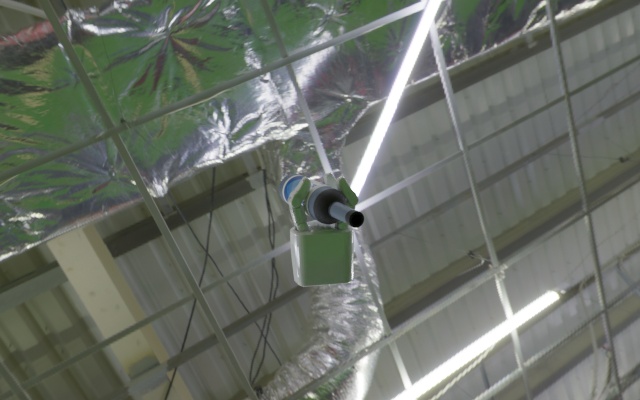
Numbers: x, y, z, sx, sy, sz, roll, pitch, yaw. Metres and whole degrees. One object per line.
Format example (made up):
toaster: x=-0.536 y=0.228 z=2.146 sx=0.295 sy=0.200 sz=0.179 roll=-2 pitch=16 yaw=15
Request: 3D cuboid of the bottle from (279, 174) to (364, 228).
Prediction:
bottle: x=0.000 y=0.003 z=0.888 sx=0.069 sy=0.069 sz=0.295 roll=0 pitch=11 yaw=-23
